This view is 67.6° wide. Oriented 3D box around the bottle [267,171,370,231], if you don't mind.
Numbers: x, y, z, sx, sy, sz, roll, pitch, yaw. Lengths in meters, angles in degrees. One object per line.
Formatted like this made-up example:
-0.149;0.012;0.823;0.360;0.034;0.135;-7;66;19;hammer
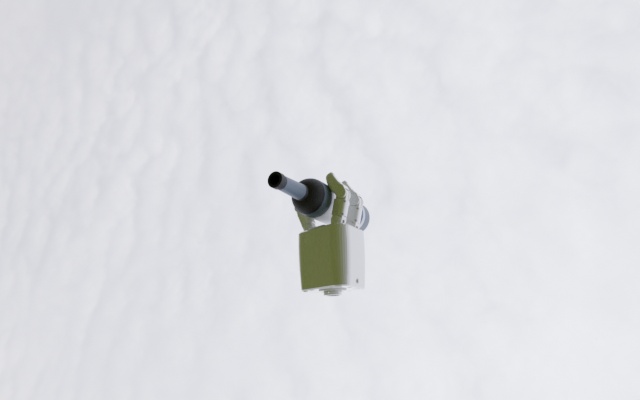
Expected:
0.000;0.003;0.862;0.069;0.069;0.296;0;-14;30;bottle
